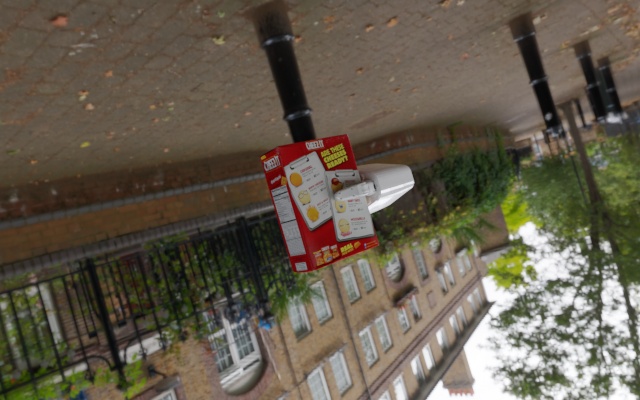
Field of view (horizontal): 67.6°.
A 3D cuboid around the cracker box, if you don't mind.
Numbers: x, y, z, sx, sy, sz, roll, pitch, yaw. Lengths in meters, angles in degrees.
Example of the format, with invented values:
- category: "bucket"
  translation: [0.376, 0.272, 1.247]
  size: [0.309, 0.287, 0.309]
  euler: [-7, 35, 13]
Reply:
- category: "cracker box"
  translation: [0.000, 0.003, 0.847]
  size: [0.164, 0.213, 0.072]
  euler: [-16, -1, -39]
